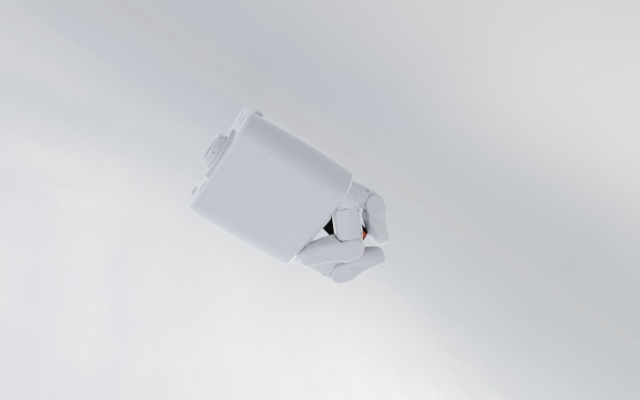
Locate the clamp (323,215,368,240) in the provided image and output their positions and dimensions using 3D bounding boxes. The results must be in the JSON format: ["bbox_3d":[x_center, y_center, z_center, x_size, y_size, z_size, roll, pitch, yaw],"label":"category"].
[{"bbox_3d":[0.000,0.002,0.537,0.120,0.039,0.171,31,7,-19],"label":"clamp"}]
